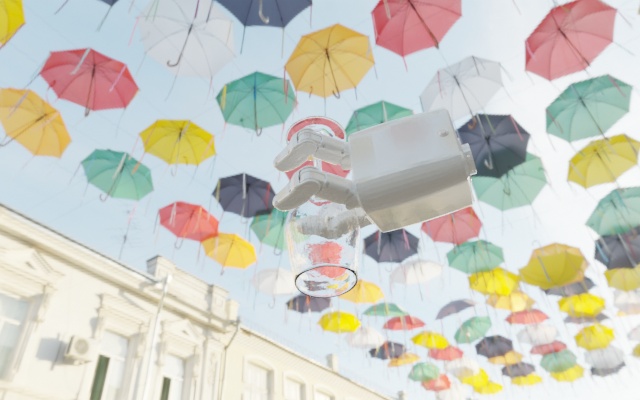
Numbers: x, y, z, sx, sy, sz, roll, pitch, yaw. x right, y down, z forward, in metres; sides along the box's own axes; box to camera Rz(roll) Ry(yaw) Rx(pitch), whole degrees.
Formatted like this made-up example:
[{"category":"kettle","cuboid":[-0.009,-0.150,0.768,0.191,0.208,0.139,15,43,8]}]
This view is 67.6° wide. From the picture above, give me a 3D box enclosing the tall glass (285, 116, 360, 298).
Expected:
[{"category":"tall glass","cuboid":[0.000,0.001,0.519,0.079,0.200,0.079,-2,-39,-2]}]
